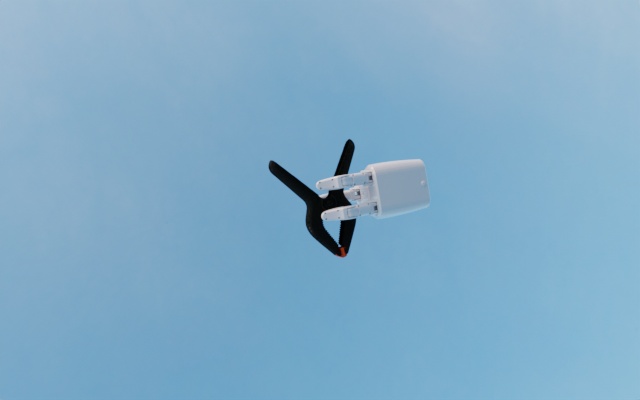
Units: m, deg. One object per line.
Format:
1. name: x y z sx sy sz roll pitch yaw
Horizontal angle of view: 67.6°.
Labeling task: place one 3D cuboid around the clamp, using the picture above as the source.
1. clamp: 0.000 0.003 0.858 0.164 0.210 0.036 -10 1 -16
